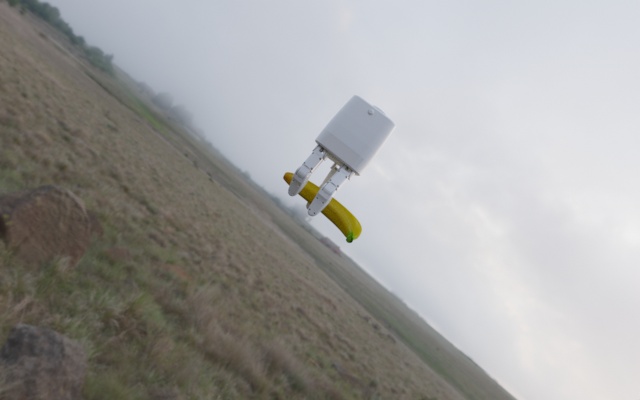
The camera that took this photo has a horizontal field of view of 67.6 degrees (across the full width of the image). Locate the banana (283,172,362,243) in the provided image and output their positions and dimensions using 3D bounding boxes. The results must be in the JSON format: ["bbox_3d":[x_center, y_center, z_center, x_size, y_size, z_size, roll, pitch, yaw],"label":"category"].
[{"bbox_3d":[0.011,0.010,0.831,0.197,0.037,0.070,42,6,35],"label":"banana"}]
